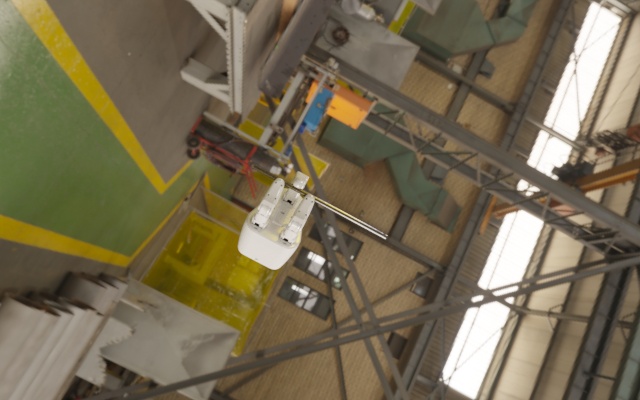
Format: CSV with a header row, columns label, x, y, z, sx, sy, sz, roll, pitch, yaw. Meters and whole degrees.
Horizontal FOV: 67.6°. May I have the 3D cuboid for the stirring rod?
label,x,y,z,sx,sy,sz,roll,pitch,yaw
stirring rod,0.000,0.002,0.763,0.239,0.011,0.011,28,-2,-4
